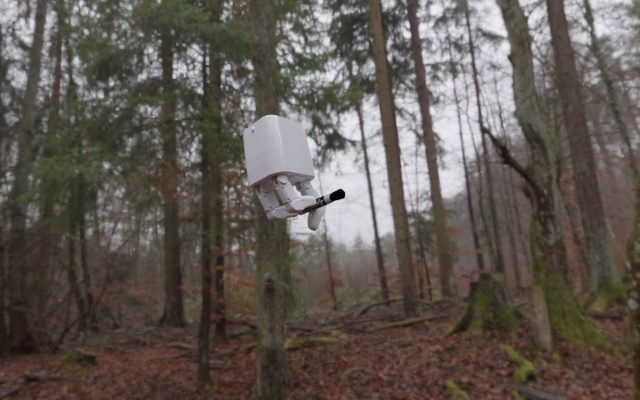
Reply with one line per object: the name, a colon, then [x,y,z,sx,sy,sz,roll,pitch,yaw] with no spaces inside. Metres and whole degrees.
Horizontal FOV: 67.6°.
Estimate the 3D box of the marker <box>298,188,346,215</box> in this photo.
marker: [0.000,0.003,0.839,0.020,0.020,0.121,0,-15,-41]
